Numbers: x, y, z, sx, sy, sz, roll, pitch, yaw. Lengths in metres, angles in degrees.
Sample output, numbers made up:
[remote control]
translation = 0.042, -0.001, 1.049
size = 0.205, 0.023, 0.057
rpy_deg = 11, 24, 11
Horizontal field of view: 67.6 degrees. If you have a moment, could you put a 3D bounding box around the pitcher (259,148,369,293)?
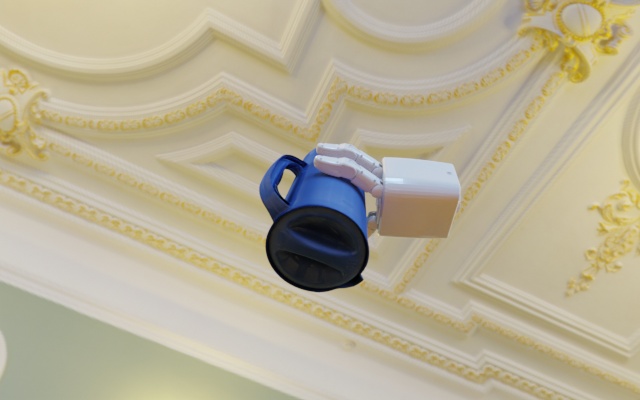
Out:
[pitcher]
translation = 0.000, 0.002, 0.699
size = 0.145, 0.149, 0.242
rpy_deg = 4, 29, 4
